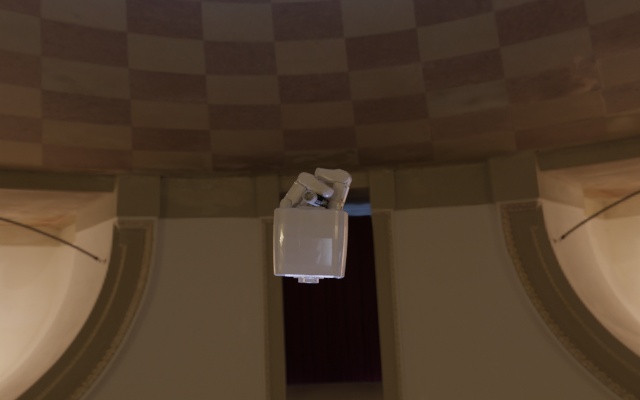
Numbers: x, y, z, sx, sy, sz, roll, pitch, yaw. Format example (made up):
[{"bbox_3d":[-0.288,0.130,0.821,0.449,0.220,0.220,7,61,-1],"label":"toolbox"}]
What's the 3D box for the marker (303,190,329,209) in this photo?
[{"bbox_3d":[0.000,0.002,0.749,0.020,0.020,0.121,0,-9,17],"label":"marker"}]
